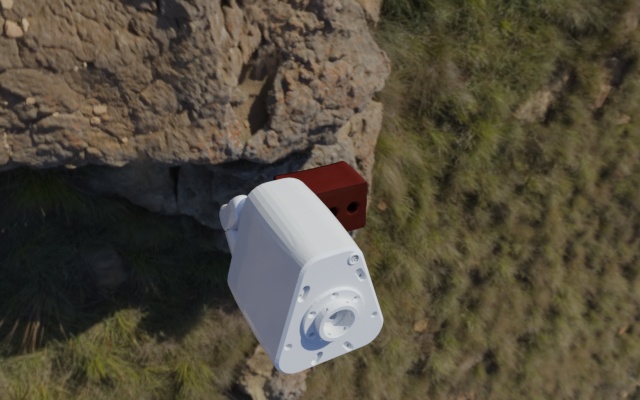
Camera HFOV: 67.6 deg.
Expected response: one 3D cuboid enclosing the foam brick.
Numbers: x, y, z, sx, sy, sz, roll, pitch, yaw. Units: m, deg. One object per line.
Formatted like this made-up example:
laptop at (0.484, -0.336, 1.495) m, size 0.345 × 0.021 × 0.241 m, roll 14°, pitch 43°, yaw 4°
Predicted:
foam brick at (0.000, 0.001, 0.459) m, size 0.078 × 0.053 × 0.051 m, roll -15°, pitch 33°, yaw -22°
